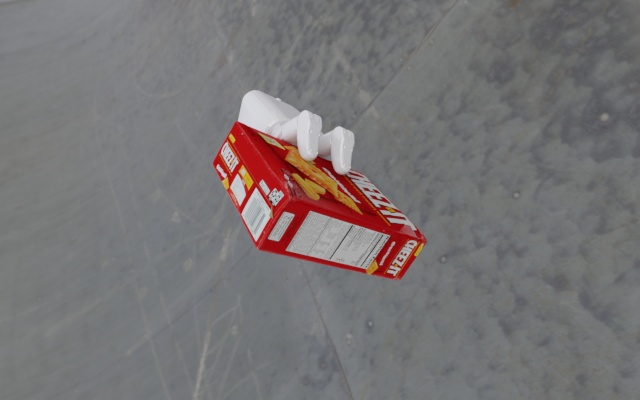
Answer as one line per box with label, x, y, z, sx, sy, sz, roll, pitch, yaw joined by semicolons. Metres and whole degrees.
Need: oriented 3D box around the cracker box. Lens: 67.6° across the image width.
cracker box;0.000;0.002;0.560;0.214;0.072;0.164;18;23;-39
